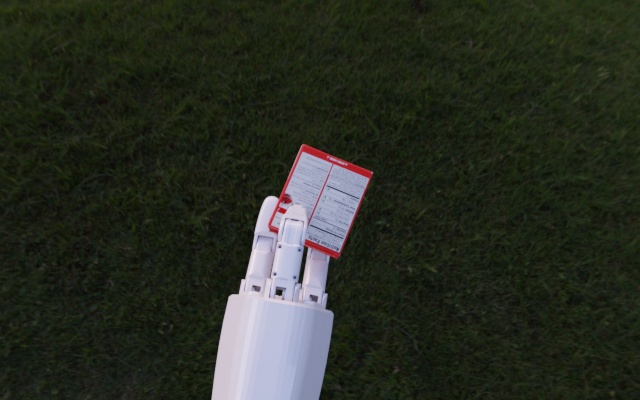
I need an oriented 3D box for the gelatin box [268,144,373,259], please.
[{"bbox_3d":[0.000,0.001,0.456,0.073,0.089,0.030,22,-9,3],"label":"gelatin box"}]
